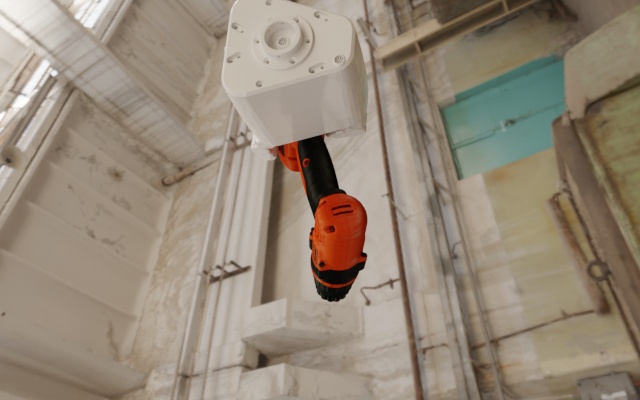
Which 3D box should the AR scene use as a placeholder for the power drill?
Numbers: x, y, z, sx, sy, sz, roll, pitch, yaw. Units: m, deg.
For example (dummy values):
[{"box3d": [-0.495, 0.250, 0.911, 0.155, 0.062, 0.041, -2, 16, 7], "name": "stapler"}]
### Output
[{"box3d": [0.000, 0.001, 0.517, 0.057, 0.187, 0.185, -12, -31, -11], "name": "power drill"}]
